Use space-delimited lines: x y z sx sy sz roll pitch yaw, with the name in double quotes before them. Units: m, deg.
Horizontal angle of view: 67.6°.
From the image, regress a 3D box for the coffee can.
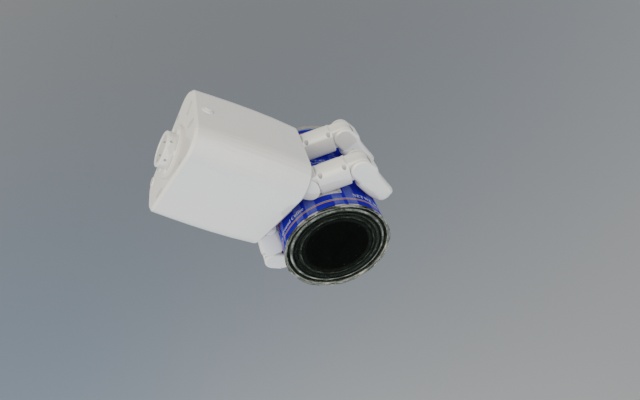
"coffee can" 0.000 0.002 0.495 0.103 0.103 0.140 0 38 -18
